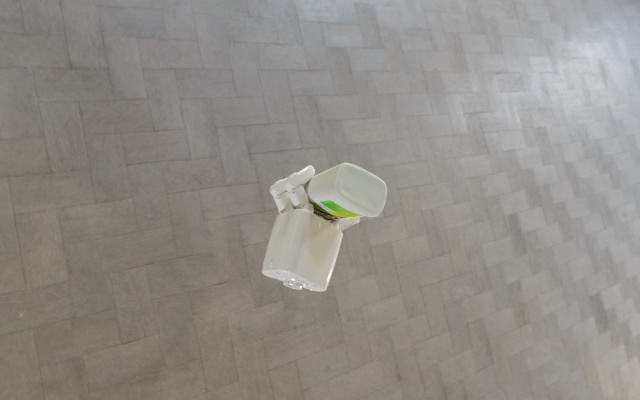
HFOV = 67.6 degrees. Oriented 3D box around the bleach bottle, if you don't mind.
[{"bbox_3d":[0.000,0.003,0.843,0.102,0.068,0.251,26,-22,-24],"label":"bleach bottle"}]
